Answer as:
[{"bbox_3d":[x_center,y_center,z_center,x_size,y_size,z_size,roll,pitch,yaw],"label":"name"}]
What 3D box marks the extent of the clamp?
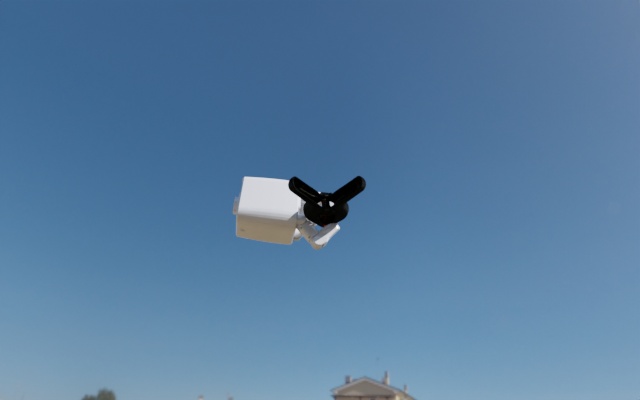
[{"bbox_3d":[0.000,0.002,0.803,0.120,0.039,0.171,9,-29,-6],"label":"clamp"}]
